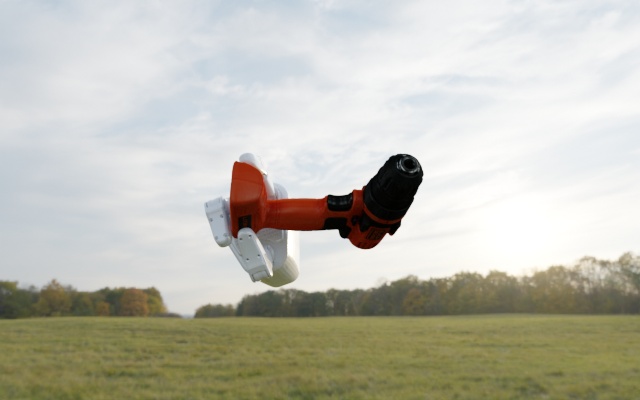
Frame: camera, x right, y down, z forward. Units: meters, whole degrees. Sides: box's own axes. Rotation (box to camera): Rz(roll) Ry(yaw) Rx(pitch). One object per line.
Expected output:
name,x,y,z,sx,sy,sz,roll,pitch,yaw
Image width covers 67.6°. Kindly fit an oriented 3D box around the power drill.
power drill,0.000,0.002,0.507,0.187,0.057,0.184,5,-28,-7
